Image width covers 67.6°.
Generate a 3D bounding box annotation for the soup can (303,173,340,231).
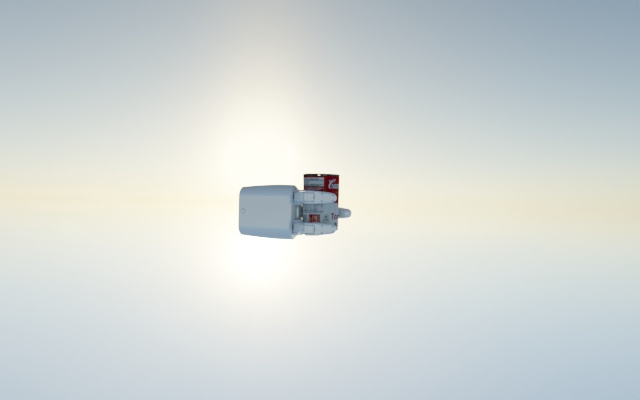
[{"bbox_3d":[0.001,0.003,0.872,0.068,0.102,0.068,1,0,0],"label":"soup can"}]
